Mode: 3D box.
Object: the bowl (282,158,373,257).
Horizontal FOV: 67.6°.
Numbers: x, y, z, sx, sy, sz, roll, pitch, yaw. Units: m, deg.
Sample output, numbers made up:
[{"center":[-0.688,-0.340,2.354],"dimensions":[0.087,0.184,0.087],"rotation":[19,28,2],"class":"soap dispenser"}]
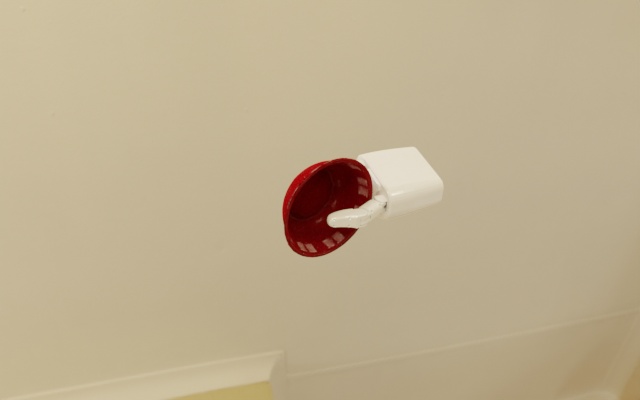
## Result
[{"center":[-0.001,0.002,0.709],"dimensions":[0.162,0.162,0.055],"rotation":[0,26,-42],"class":"bowl"}]
